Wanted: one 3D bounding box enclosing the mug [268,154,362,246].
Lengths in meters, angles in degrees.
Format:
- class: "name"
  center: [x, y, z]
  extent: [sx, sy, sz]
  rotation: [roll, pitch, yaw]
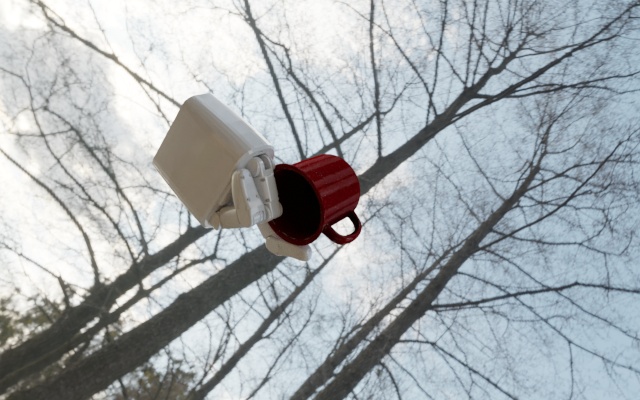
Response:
- class: "mug"
  center: [0.001, 0.003, 0.540]
  extent: [0.117, 0.093, 0.081]
  rotation: [43, 39, 18]
